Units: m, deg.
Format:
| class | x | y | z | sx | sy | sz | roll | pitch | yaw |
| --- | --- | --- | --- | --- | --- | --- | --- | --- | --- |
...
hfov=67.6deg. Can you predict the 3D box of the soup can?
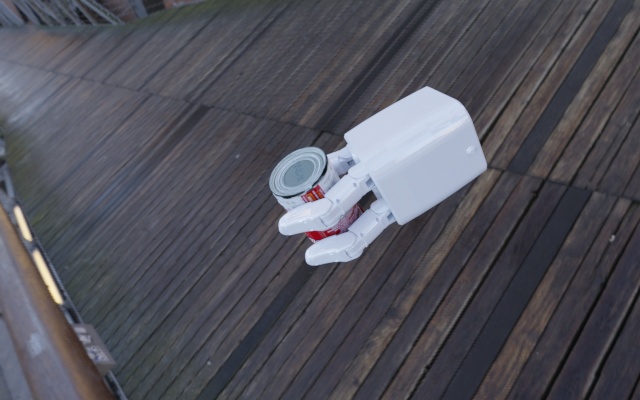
| class | x | y | z | sx | sy | sz | roll | pitch | yaw |
| --- | --- | --- | --- | --- | --- | --- | --- | --- | --- |
| soup can | -0.001 | 0.002 | 0.505 | 0.068 | 0.068 | 0.102 | 0 | -38 | 35 |
